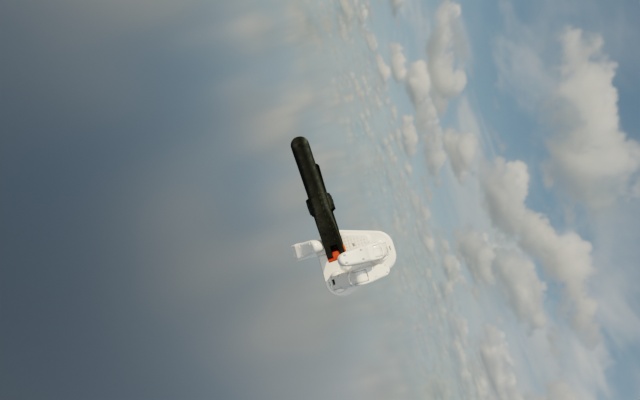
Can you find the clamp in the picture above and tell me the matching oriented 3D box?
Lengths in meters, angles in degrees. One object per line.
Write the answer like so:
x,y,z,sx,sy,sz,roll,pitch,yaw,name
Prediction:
0.001,0.002,0.672,0.039,0.171,0.120,-17,-8,10,clamp
